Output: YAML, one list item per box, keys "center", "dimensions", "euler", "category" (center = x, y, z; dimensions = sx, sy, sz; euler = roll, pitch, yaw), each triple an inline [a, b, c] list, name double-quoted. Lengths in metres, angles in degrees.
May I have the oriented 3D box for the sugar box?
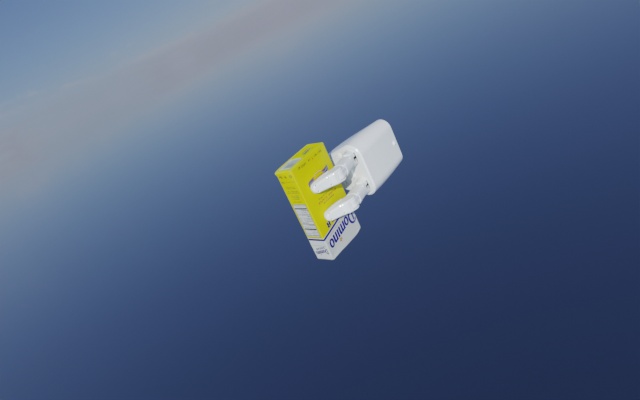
- center: [0.001, 0.002, 0.799]
  dimensions: [0.048, 0.176, 0.093]
  euler: [-4, 31, 45]
  category: "sugar box"
